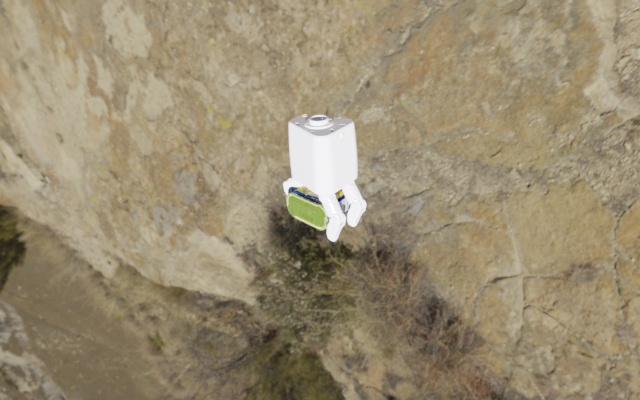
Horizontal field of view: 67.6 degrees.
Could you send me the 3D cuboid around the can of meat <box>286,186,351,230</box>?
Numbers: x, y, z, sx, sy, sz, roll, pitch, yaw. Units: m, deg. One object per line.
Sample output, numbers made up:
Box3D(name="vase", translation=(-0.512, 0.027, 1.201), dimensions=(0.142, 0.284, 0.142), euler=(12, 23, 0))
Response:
Box3D(name="can of meat", translation=(0.000, 0.003, 0.877), dimensions=(0.102, 0.057, 0.084), euler=(23, 39, 34))
